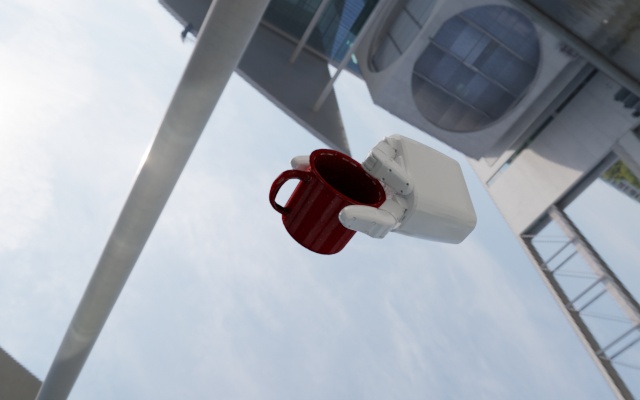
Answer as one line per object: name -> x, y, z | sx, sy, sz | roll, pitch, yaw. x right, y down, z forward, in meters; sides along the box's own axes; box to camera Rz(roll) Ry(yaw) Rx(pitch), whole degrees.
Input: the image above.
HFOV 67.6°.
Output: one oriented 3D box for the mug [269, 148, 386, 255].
mug -> -0.001, 0.002, 0.507 | 0.117, 0.081, 0.093 | 14, 35, -31
